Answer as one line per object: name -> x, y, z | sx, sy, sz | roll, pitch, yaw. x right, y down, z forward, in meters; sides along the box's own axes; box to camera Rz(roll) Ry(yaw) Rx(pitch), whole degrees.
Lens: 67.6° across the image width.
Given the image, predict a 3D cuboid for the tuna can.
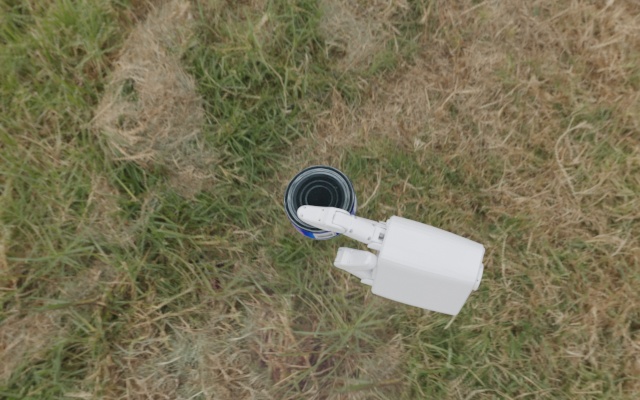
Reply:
tuna can -> 0.000, 0.002, 0.570 | 0.086, 0.086, 0.034 | 0, -18, 9
